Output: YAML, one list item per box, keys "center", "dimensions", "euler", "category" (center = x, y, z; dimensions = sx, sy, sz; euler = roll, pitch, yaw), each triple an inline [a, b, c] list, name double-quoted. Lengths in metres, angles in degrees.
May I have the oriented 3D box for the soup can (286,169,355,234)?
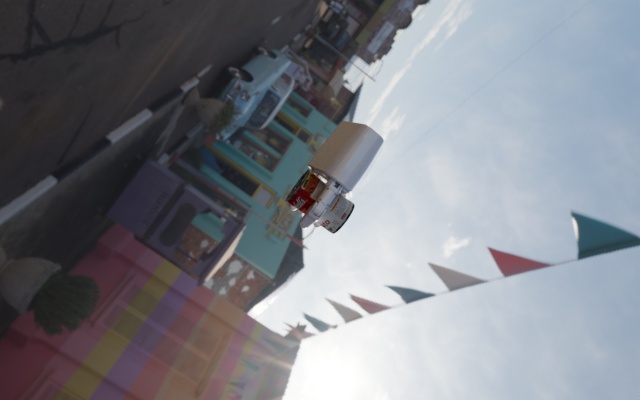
- center: [0.000, 0.003, 0.830]
  dimensions: [0.102, 0.068, 0.068]
  euler: [36, -6, -9]
  category: "soup can"
